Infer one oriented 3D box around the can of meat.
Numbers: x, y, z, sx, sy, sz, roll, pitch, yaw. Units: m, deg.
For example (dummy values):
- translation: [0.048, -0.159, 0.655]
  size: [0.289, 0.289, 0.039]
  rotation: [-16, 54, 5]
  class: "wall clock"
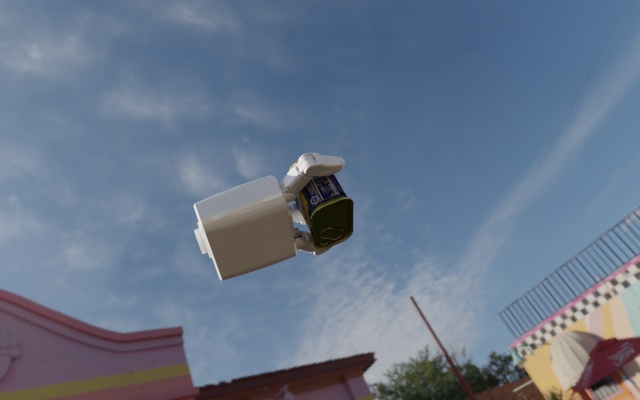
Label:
- translation: [0.000, 0.002, 0.633]
  size: [0.057, 0.084, 0.102]
  rotation: [-22, -34, -11]
  class: "can of meat"
